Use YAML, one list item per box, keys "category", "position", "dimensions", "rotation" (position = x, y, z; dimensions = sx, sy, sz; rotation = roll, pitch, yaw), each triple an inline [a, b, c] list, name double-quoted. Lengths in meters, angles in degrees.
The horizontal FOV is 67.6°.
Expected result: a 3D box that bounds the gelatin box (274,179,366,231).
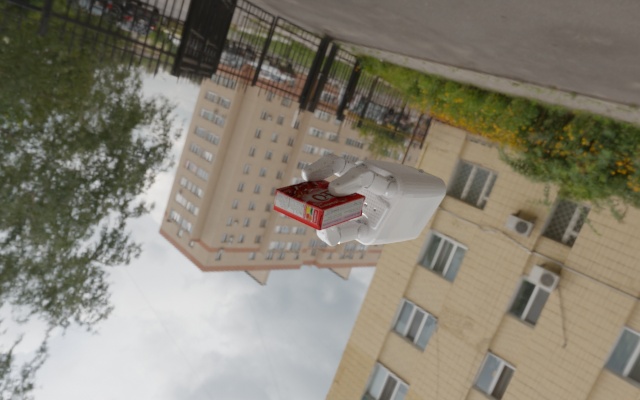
- category: "gelatin box"
  position: [0.000, 0.002, 0.577]
  dimensions: [0.073, 0.030, 0.089]
  rotation: [23, 25, 33]
